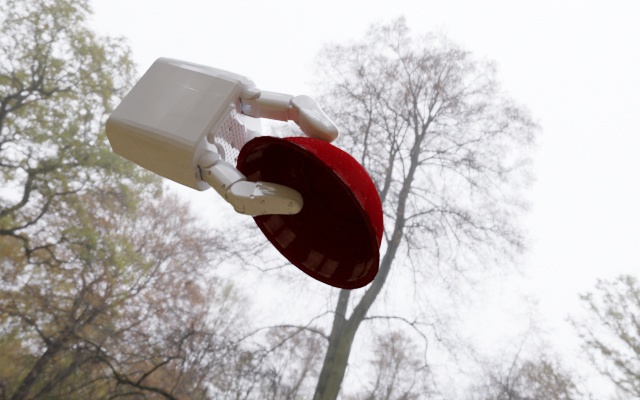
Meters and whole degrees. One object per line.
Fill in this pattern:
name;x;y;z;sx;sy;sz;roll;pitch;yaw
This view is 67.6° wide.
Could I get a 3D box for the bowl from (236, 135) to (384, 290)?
bowl;0.001;0.002;0.429;0.162;0.162;0.055;0;34;49
